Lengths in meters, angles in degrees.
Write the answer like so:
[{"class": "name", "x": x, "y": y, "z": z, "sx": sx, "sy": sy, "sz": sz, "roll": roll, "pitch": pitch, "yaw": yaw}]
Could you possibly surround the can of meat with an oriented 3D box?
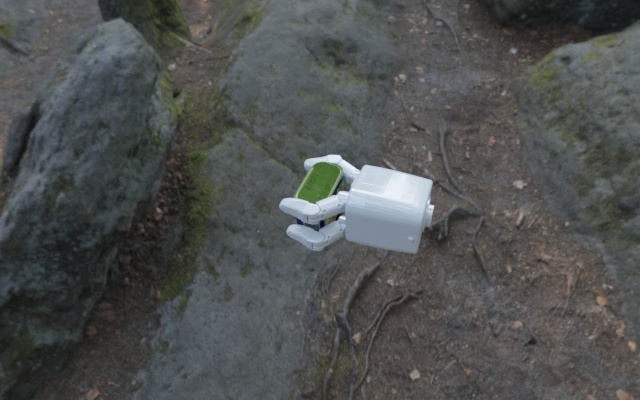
[{"class": "can of meat", "x": 0.000, "y": 0.002, "z": 0.731, "sx": 0.057, "sy": 0.102, "sz": 0.084, "roll": 15, "pitch": -38, "yaw": 16}]
